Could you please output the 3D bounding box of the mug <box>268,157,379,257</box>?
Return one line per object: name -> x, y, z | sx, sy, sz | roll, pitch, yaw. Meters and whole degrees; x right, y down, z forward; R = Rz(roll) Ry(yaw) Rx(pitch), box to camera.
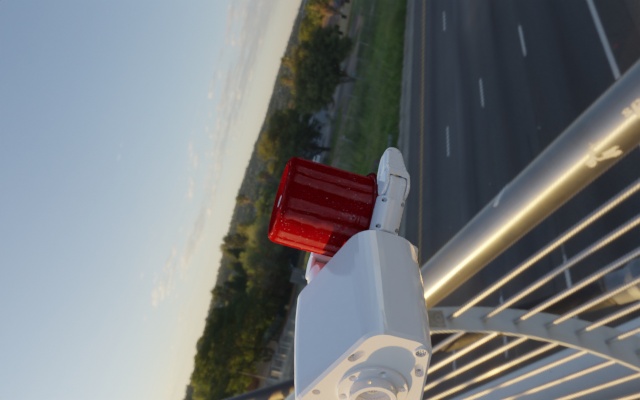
mug -> 0.000, 0.001, 0.456 | 0.081, 0.093, 0.117 | 15, 31, -9
